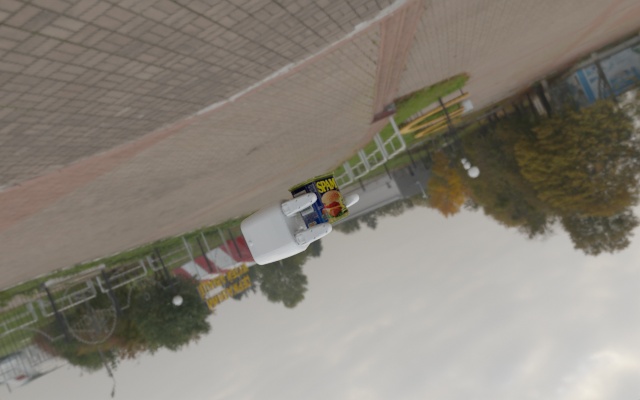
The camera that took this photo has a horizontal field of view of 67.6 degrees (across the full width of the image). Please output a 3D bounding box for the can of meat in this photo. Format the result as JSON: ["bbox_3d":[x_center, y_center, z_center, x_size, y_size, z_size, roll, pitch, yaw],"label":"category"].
[{"bbox_3d":[0.000,0.003,0.836,0.057,0.084,0.102,-24,-2,29],"label":"can of meat"}]
